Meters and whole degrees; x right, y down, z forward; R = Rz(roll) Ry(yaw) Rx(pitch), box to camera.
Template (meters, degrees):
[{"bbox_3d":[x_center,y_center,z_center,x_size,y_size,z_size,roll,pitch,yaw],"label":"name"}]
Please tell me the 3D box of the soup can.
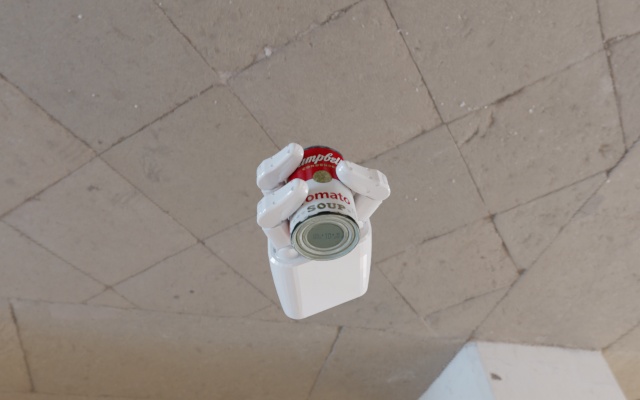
[{"bbox_3d":[0.000,0.001,0.481,0.068,0.069,0.102,0,43,-7],"label":"soup can"}]
